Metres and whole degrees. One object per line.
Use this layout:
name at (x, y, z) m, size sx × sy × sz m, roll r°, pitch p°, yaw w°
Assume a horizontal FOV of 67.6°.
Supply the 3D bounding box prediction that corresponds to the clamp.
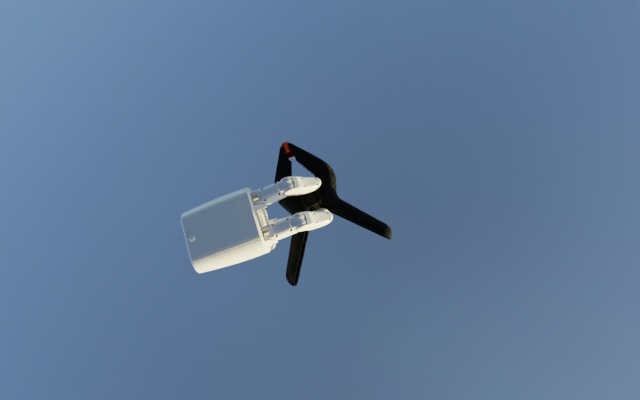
clamp at (0.000, 0.002, 0.708) m, size 0.164 × 0.210 × 0.036 m, roll -20°, pitch -16°, yaw 2°
